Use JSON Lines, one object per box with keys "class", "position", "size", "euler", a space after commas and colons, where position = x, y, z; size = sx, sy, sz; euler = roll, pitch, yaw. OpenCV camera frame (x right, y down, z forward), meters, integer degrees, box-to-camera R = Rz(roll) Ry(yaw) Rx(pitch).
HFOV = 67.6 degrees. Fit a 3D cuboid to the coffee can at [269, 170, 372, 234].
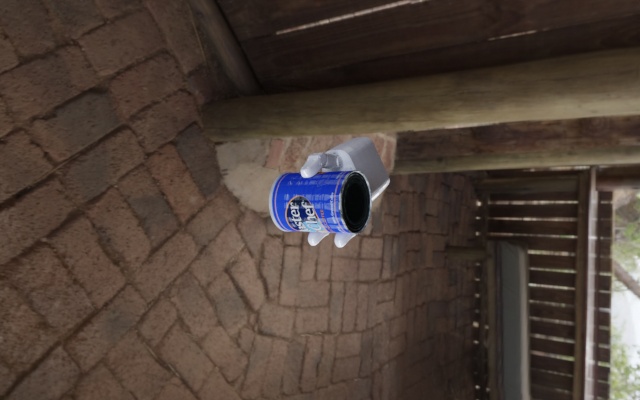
{"class": "coffee can", "position": [0.000, 0.003, 0.794], "size": [0.140, 0.103, 0.103], "euler": [0, 0, 34]}
